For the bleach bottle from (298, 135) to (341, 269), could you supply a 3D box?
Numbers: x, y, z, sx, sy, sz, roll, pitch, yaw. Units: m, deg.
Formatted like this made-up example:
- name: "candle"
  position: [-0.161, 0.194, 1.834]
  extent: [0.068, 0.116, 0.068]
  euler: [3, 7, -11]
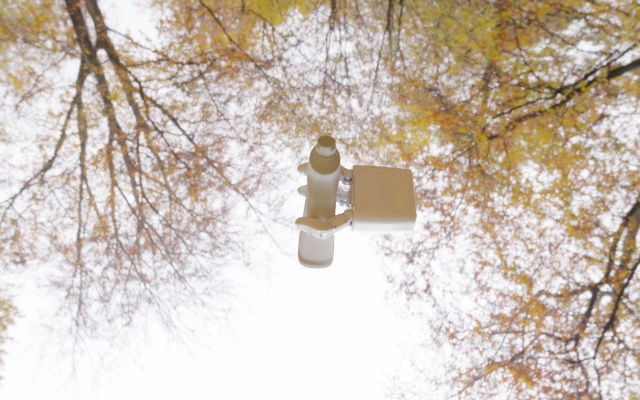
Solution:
- name: "bleach bottle"
  position: [0.000, 0.003, 0.807]
  extent: [0.068, 0.102, 0.251]
  euler: [3, -44, -3]
